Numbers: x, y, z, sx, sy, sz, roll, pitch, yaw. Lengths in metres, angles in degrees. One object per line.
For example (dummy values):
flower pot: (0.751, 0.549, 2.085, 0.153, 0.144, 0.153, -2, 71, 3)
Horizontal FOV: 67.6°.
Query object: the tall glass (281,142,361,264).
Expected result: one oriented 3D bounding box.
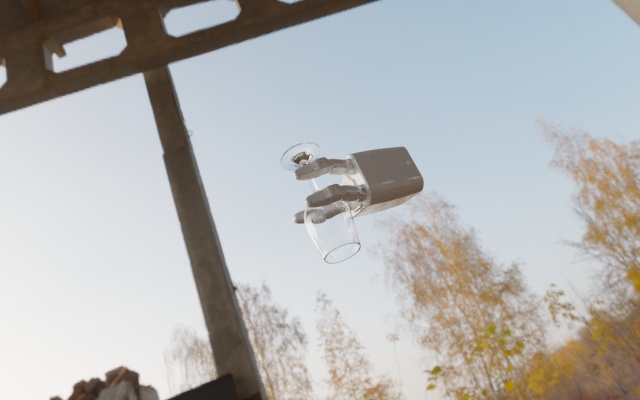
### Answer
tall glass: (0.000, 0.002, 0.789, 0.079, 0.201, 0.079, -17, -29, -10)
